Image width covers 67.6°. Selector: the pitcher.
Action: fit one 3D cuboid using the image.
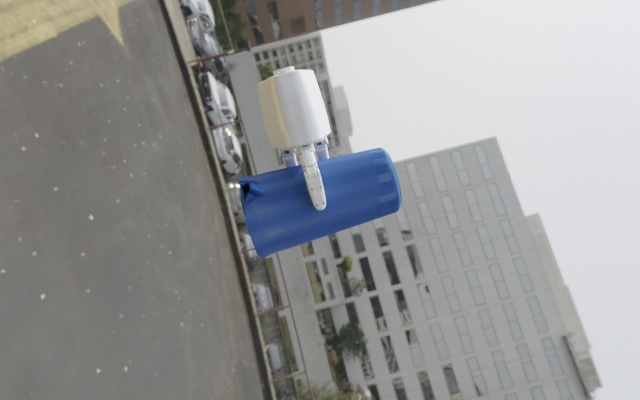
[{"bbox_3d":[0.000,0.002,0.770,0.243,0.145,0.149,-15,10,-1],"label":"pitcher"}]
